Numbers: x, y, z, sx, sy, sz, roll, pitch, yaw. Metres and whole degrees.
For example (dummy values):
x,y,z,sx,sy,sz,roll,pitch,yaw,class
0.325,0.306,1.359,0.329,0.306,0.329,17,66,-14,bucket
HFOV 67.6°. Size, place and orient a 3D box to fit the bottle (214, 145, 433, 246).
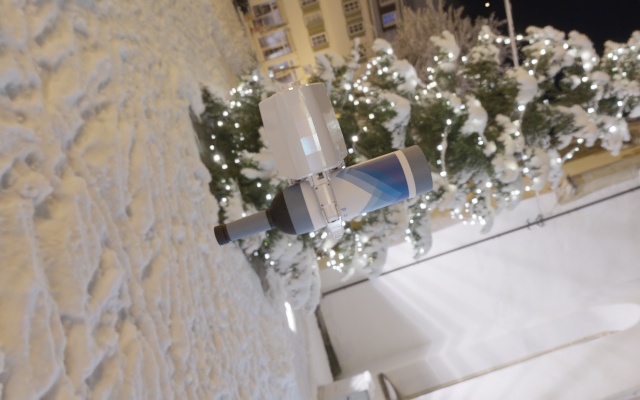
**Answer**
x,y,z,sx,sy,sz,roll,pitch,yaw,class
0.000,0.002,0.646,0.296,0.069,0.069,-18,0,-1,bottle
